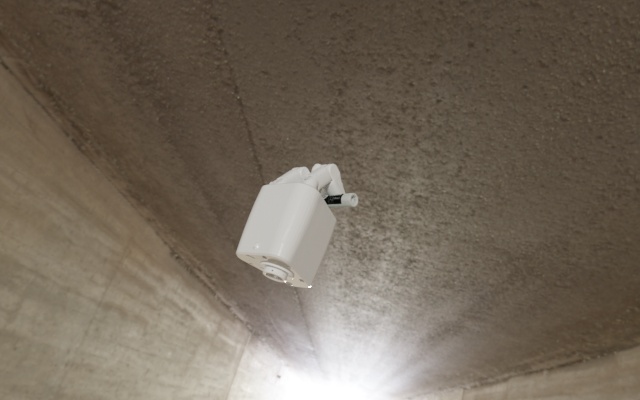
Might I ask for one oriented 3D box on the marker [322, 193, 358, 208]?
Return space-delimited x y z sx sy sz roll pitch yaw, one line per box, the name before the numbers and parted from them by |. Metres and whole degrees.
marker | 0.000 0.002 0.678 0.121 0.020 0.020 -3 -2 42
